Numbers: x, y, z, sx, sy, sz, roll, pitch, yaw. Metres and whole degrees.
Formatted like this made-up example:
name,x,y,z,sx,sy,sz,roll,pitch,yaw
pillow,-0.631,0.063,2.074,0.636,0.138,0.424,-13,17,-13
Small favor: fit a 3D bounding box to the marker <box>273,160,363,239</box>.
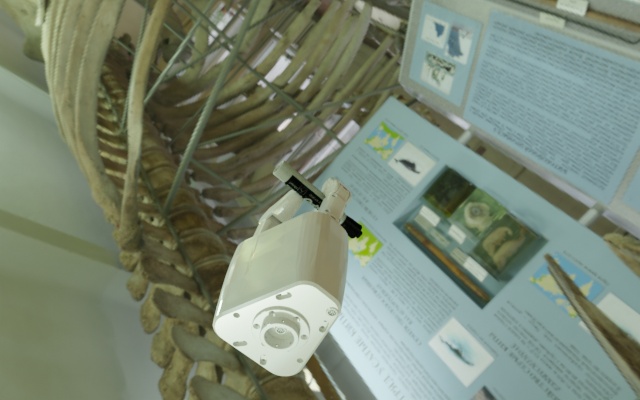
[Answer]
name,x,y,z,sx,sy,sz,roll,pitch,yaw
marker,0.000,0.002,0.519,0.121,0.020,0.020,40,-13,-16
